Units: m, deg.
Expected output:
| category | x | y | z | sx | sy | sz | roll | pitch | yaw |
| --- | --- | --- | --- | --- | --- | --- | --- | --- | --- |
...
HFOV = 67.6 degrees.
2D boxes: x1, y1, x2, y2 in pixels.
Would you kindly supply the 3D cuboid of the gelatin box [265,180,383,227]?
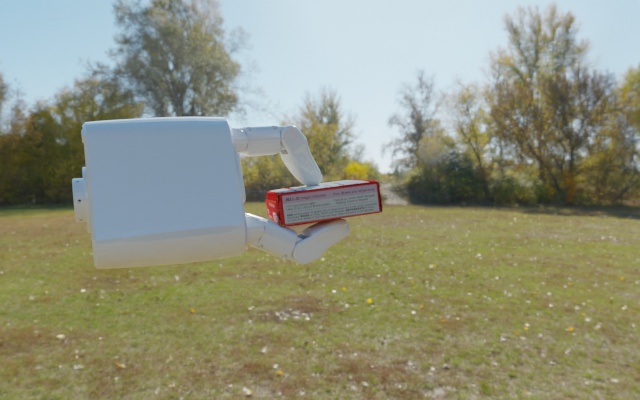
| category | x | y | z | sx | sy | sz | roll | pitch | yaw |
| --- | --- | --- | --- | --- | --- | --- | --- | --- | --- |
| gelatin box | 0.000 | 0.001 | 0.422 | 0.089 | 0.030 | 0.073 | -8 | 5 | -13 |
